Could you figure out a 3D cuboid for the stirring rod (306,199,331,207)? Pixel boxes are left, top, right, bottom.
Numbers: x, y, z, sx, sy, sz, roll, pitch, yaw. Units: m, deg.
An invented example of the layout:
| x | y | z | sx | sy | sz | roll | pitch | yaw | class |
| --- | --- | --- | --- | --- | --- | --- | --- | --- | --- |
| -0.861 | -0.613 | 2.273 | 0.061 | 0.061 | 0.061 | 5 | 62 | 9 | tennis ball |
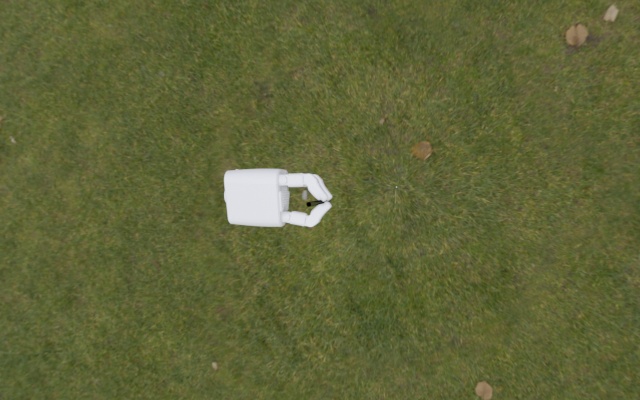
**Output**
| x | y | z | sx | sy | sz | roll | pitch | yaw | class |
| --- | --- | --- | --- | --- | --- | --- | --- | --- | --- |
| 0.000 | 0.003 | 0.877 | 0.011 | 0.011 | 0.239 | 0 | 2 | 9 | stirring rod |
